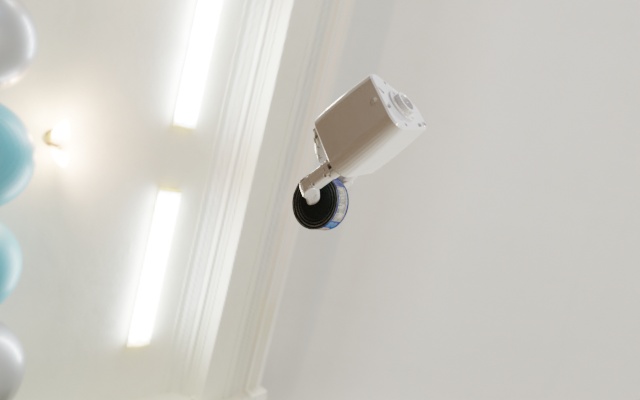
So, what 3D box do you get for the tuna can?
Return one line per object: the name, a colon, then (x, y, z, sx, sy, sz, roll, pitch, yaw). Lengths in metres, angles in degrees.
tuna can: (0.000, 0.002, 0.722, 0.086, 0.086, 0.034, 0, -6, 38)
